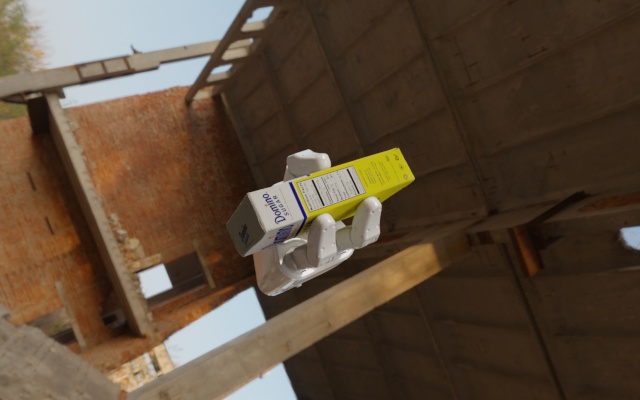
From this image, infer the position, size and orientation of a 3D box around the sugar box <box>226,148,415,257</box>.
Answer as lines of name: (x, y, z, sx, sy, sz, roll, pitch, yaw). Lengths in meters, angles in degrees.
sugar box: (0.000, 0.002, 0.486, 0.176, 0.048, 0.093, -22, -11, -29)
